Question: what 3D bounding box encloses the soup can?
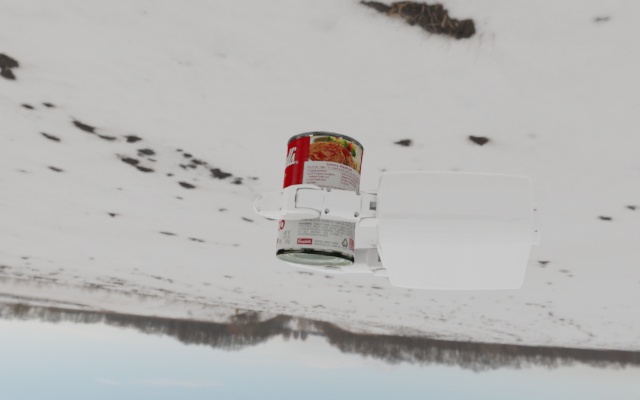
[{"bbox_3d":[0.000,0.002,0.408,0.068,0.102,0.068,5,-15,1],"label":"soup can"}]
